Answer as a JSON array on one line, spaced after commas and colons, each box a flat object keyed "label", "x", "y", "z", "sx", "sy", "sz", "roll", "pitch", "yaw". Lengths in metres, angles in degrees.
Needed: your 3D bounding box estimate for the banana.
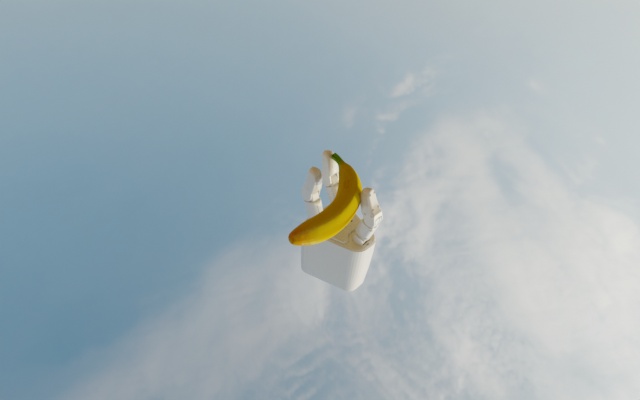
[{"label": "banana", "x": 0.019, "y": 0.006, "z": 0.682, "sx": 0.069, "sy": 0.037, "sz": 0.197, "roll": 20, "pitch": 43, "yaw": 7}]
